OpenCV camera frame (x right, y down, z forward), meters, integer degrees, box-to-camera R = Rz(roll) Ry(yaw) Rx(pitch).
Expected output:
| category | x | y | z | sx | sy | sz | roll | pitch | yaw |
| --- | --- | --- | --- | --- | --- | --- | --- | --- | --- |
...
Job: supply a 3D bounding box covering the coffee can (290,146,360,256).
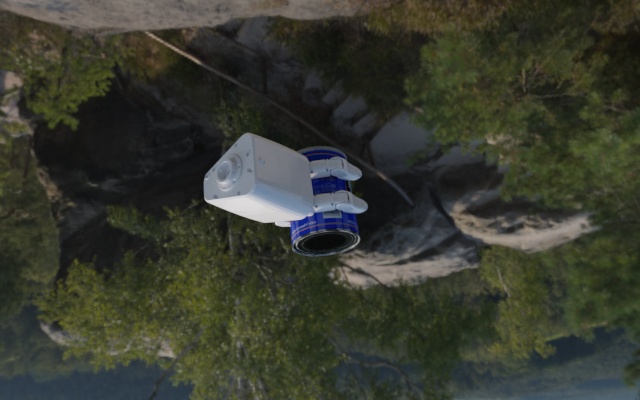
| category | x | y | z | sx | sy | sz | roll | pitch | yaw |
| --- | --- | --- | --- | --- | --- | --- | --- | --- | --- |
| coffee can | 0.000 | 0.002 | 0.735 | 0.103 | 0.140 | 0.103 | -6 | -26 | -3 |
